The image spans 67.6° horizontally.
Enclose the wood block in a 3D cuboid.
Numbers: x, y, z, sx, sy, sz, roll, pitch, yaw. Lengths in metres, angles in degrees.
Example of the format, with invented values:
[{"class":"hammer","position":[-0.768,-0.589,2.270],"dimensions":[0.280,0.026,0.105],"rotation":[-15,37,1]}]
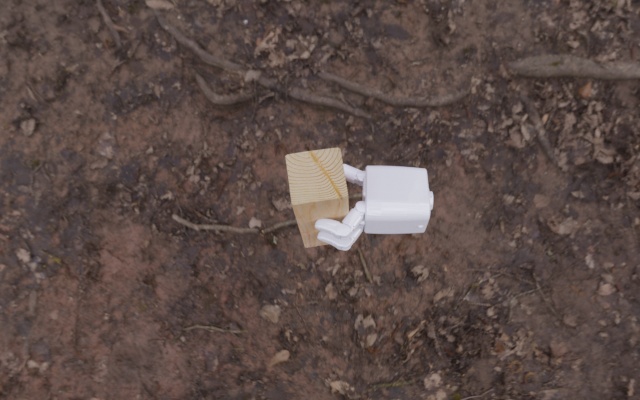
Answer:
[{"class":"wood block","position":[0.000,0.002,0.830],"dimensions":[0.090,0.090,0.206],"rotation":[-8,-25,0]}]
